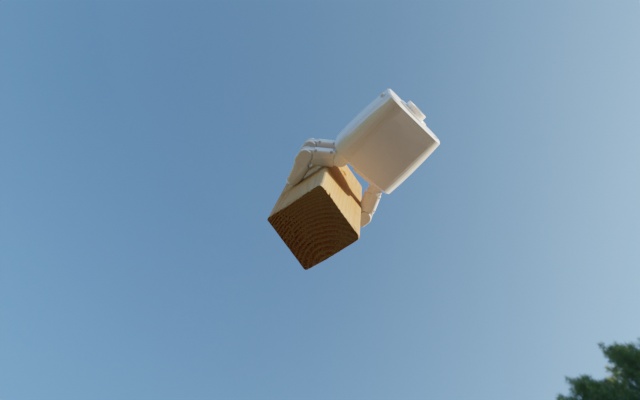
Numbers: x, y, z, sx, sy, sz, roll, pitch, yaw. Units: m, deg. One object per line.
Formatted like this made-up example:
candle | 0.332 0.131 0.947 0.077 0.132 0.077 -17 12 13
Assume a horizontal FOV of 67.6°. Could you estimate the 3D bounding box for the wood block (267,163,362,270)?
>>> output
wood block | 0.001 0.002 0.706 0.090 0.091 0.206 -32 13 16
